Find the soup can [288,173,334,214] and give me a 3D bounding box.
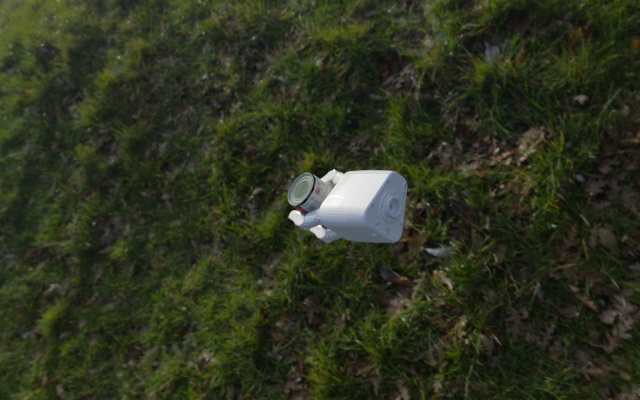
[{"bbox_3d":[0.000,0.003,0.858,0.102,0.068,0.068,33,-20,-35],"label":"soup can"}]
